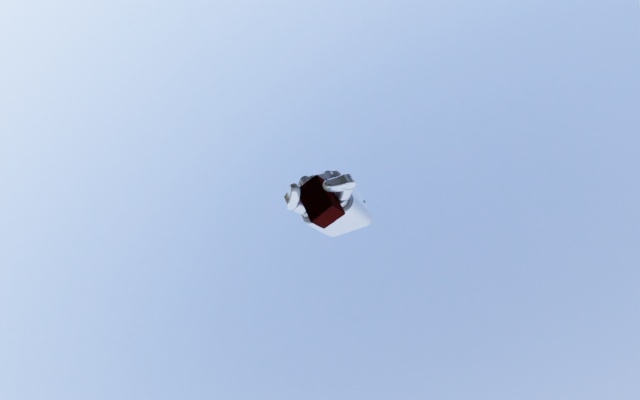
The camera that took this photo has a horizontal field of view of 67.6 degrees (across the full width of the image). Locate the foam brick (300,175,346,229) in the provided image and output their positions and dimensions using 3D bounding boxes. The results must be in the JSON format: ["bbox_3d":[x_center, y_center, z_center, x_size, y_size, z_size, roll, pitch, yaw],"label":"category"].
[{"bbox_3d":[0.000,0.003,0.870,0.053,0.078,0.051,-36,-34,14],"label":"foam brick"}]
